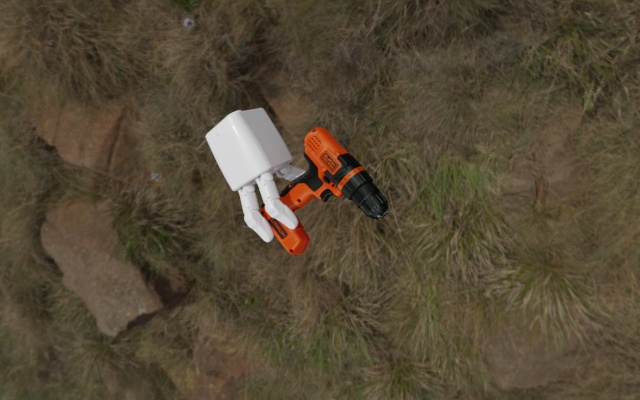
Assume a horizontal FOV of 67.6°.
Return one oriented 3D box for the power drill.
[{"bbox_3d":[0.000,0.003,0.788,0.188,0.184,0.057,-47,-21,21],"label":"power drill"}]
